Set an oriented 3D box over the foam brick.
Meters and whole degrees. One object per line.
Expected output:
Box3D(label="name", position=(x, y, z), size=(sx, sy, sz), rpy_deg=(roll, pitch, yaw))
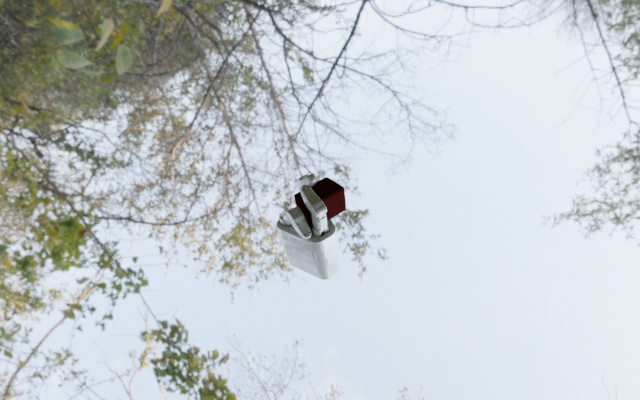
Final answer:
Box3D(label="foam brick", position=(0.000, 0.003, 0.865), size=(0.078, 0.051, 0.053), rpy_deg=(-29, 41, -22))
